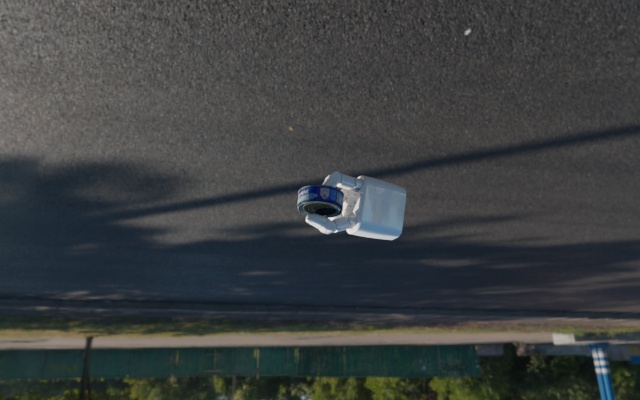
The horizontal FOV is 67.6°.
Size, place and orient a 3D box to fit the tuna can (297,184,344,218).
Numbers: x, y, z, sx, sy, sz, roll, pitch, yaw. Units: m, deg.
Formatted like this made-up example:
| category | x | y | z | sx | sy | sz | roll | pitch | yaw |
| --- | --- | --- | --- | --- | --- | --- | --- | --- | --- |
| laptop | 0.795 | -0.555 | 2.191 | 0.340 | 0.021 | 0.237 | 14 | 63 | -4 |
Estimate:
| category | x | y | z | sx | sy | sz | roll | pitch | yaw |
| --- | --- | --- | --- | --- | --- | --- | --- | --- | --- |
| tuna can | 0.000 | 0.003 | 0.884 | 0.086 | 0.033 | 0.086 | 4 | -22 | 2 |
